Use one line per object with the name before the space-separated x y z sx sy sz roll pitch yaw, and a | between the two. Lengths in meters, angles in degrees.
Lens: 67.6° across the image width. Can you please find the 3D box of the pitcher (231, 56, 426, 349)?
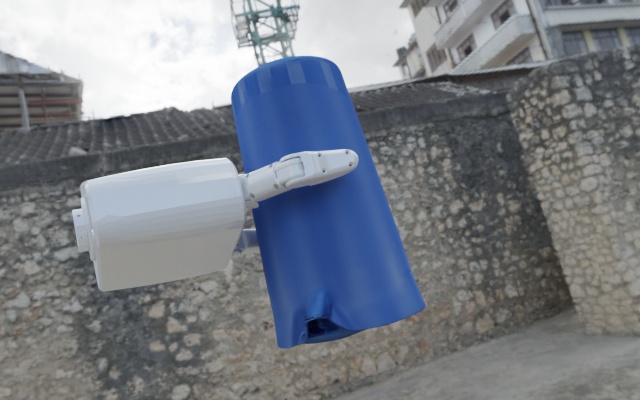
pitcher | 0.000 0.001 0.445 0.145 0.243 0.149 -11 -10 -26
